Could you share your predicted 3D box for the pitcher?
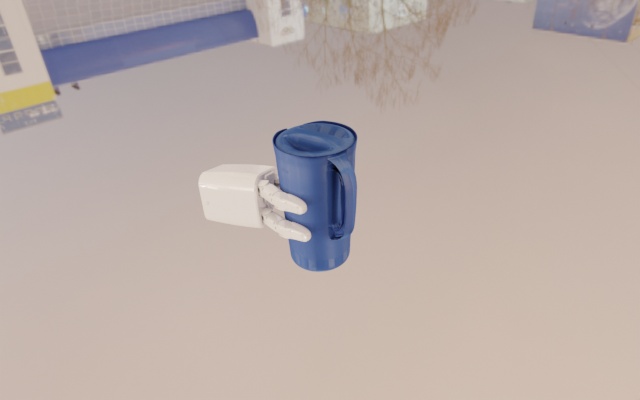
[{"bbox_3d":[0.000,0.003,0.797,0.145,0.243,0.149,5,33,13],"label":"pitcher"}]
